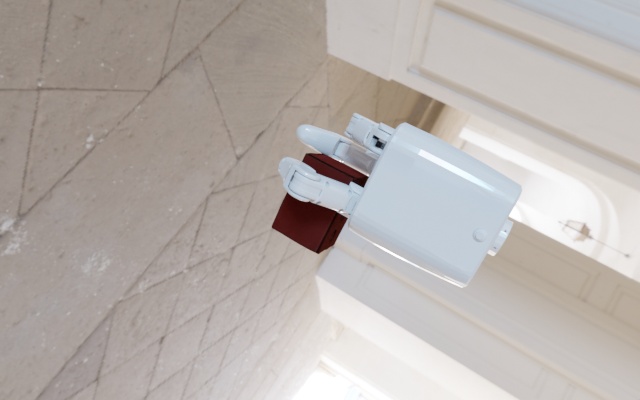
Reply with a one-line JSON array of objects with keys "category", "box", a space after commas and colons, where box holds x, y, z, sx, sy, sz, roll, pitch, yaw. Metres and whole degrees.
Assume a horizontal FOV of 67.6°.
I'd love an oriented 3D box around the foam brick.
[{"category": "foam brick", "box": [0.000, 0.002, 0.438, 0.051, 0.078, 0.053, 29, 13, 13]}]
